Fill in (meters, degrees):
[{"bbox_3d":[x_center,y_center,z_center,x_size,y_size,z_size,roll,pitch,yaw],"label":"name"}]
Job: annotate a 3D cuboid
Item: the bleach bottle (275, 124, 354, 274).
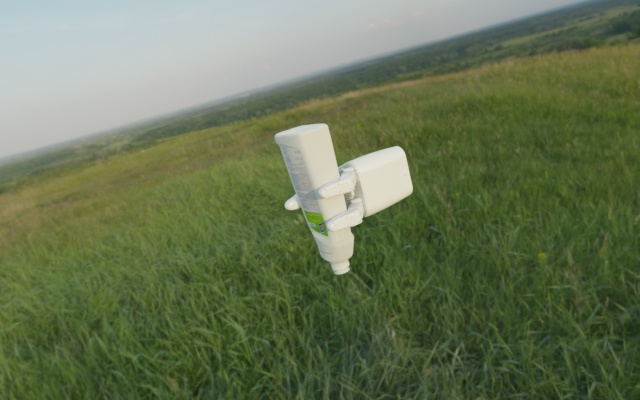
[{"bbox_3d":[0.000,0.003,0.794,0.068,0.251,0.102,-23,16,-26],"label":"bleach bottle"}]
